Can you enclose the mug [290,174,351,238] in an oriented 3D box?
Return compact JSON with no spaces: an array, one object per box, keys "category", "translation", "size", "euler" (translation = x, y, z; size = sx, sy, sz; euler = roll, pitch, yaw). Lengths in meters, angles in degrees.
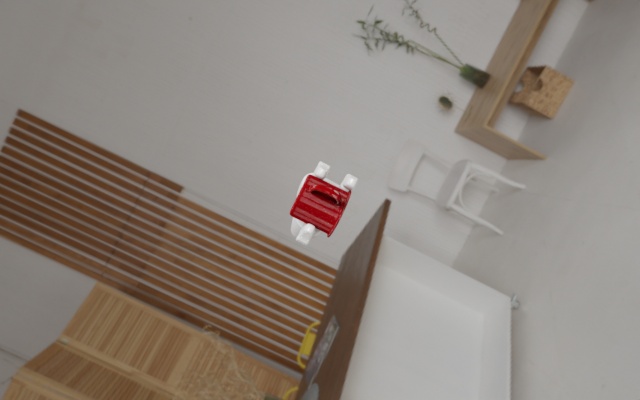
[{"category":"mug","translation":[0.000,0.002,0.825],"size":[0.081,0.093,0.117],"euler":[26,-20,-3]}]
